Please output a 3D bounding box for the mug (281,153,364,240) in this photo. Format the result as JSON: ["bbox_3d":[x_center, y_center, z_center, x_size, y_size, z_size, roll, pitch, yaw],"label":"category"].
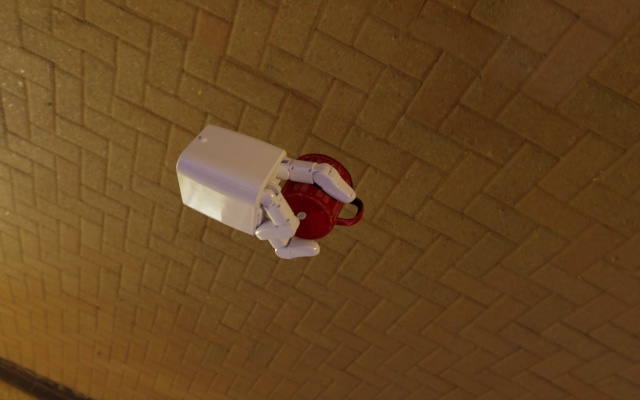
[{"bbox_3d":[0.001,0.003,0.634,0.117,0.093,0.081,21,43,4],"label":"mug"}]
